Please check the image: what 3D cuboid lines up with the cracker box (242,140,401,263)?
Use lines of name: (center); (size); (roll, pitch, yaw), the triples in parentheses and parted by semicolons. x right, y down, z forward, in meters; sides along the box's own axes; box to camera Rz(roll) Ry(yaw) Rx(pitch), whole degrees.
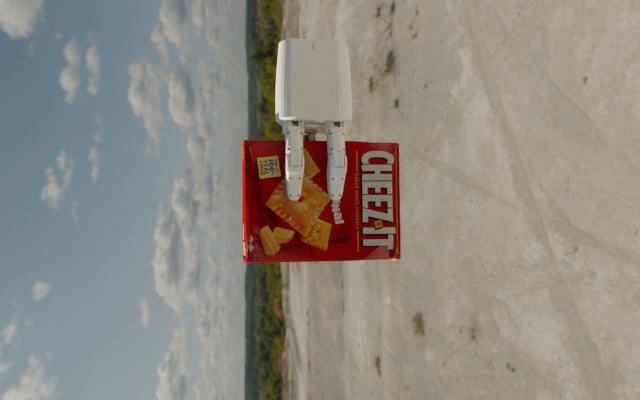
cracker box: (0.000, 0.002, 0.660); (0.214, 0.164, 0.072); (0, -2, -9)
